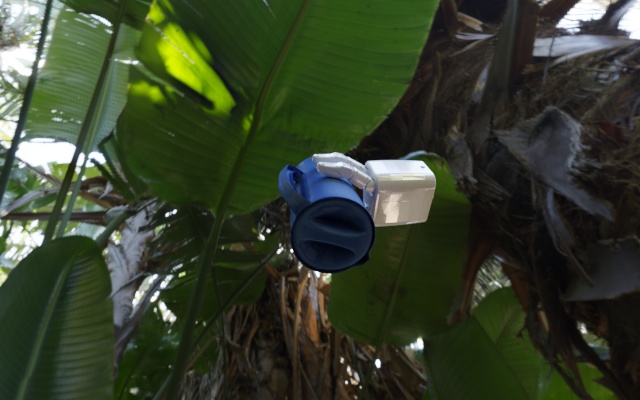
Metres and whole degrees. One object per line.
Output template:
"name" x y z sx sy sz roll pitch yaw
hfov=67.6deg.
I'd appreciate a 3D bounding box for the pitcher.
"pitcher" 0.000 0.003 0.830 0.145 0.149 0.242 -3 24 -6
